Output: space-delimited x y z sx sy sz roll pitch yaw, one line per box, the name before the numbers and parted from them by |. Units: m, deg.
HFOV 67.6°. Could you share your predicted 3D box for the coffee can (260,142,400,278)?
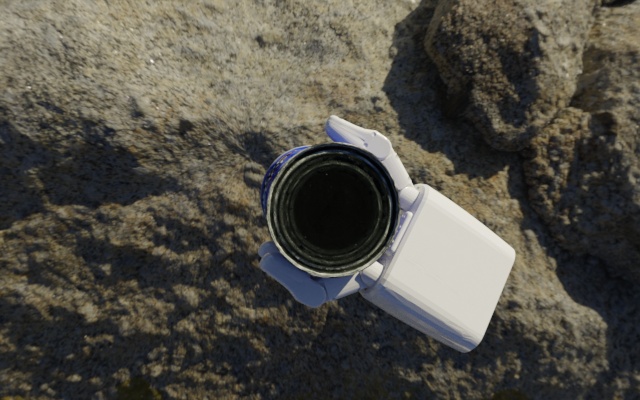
coffee can | 0.000 0.001 0.423 0.103 0.103 0.140 0 5 -9
